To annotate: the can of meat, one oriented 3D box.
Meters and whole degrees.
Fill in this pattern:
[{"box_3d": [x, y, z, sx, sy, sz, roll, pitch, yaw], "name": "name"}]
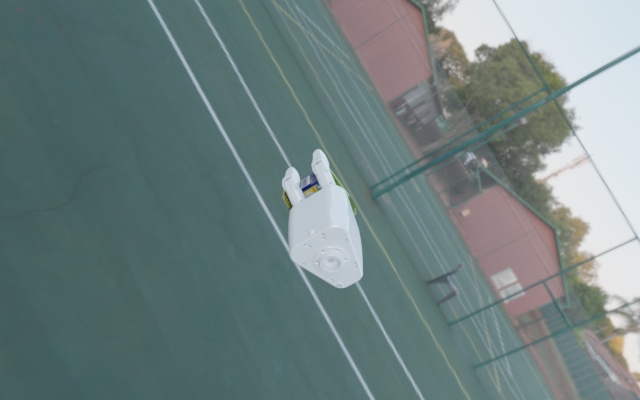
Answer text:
[{"box_3d": [0.000, 0.003, 0.803, 0.084, 0.102, 0.057, -31, 24, 16], "name": "can of meat"}]
